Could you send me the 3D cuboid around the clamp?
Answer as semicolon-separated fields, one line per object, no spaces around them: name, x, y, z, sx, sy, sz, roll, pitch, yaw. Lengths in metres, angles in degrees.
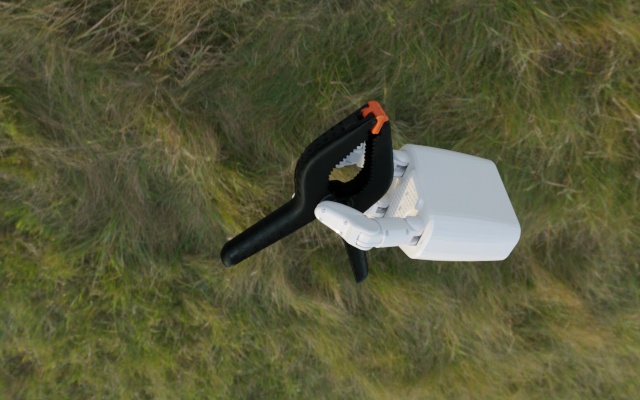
clamp;0.001;0.002;0.453;0.164;0.210;0.036;5;37;-21
